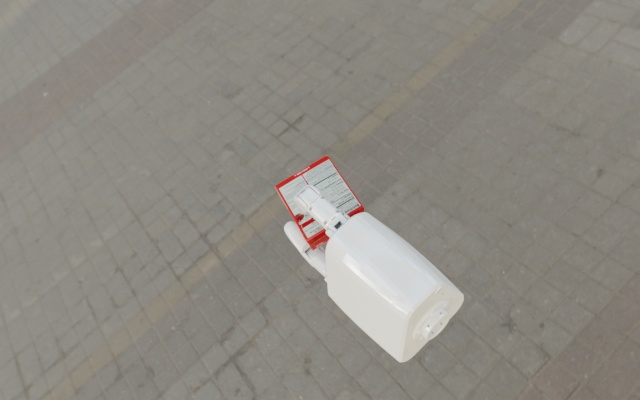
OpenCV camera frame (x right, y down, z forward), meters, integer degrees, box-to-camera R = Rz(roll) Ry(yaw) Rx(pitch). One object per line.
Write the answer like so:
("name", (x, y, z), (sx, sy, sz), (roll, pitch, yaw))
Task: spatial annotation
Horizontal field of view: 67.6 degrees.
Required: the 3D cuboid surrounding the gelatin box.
("gelatin box", (0.000, 0.001, 0.546), (0.073, 0.089, 0.030), (-31, -31, -2))
